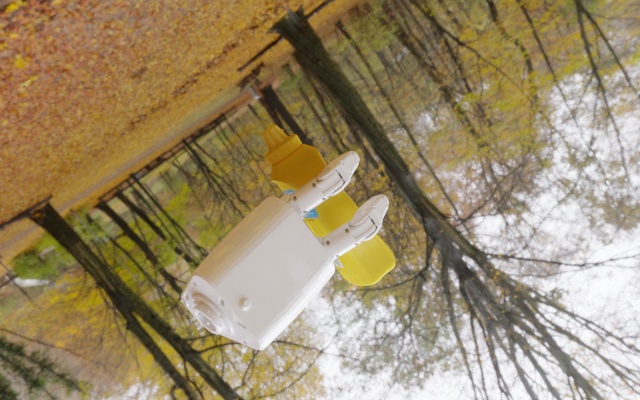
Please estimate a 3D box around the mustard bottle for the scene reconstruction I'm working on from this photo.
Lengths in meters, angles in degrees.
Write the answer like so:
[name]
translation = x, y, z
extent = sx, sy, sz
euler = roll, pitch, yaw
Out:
[mustard bottle]
translation = 0.000, 0.002, 0.515
extent = 0.058, 0.192, 0.096
euler = -39, 13, -10
